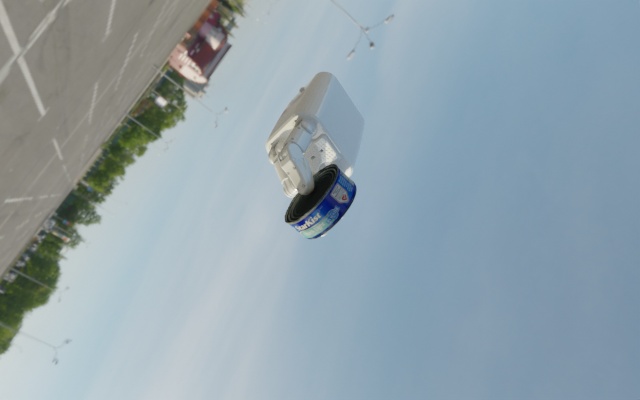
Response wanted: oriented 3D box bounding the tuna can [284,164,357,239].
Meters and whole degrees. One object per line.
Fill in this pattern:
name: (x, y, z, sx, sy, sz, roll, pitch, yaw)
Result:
tuna can: (0.000, 0.002, 0.540, 0.034, 0.086, 0.086, 41, -15, -18)
